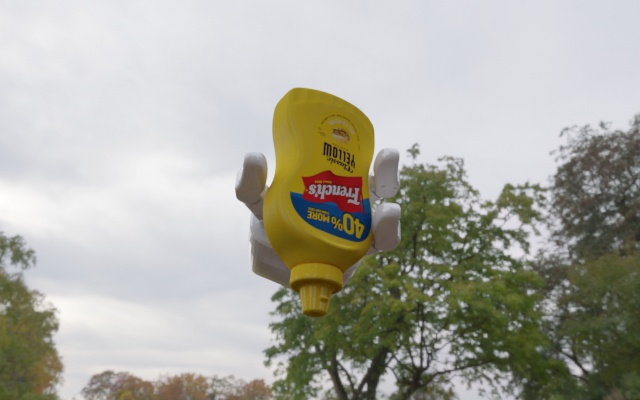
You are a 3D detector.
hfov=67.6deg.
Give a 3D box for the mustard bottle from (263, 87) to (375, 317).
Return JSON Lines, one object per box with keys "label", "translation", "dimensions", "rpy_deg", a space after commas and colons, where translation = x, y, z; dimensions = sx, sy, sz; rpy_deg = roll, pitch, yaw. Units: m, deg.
{"label": "mustard bottle", "translation": [0.000, 0.001, 0.401], "dimensions": [0.096, 0.191, 0.058], "rpy_deg": [21, -33, -29]}
